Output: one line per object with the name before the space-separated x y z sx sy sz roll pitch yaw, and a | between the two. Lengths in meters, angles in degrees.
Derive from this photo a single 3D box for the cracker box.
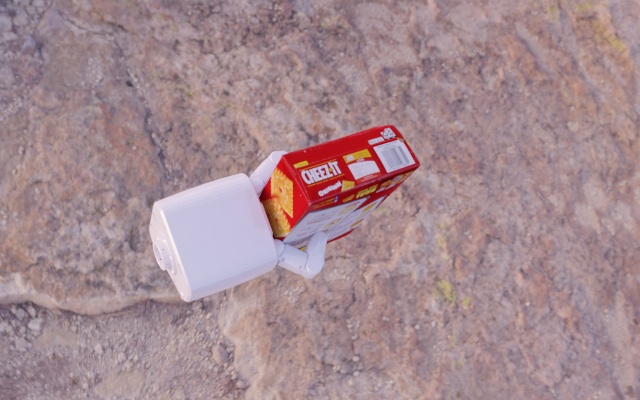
cracker box | 0.000 0.002 0.607 0.164 0.072 0.214 -20 -17 -31
